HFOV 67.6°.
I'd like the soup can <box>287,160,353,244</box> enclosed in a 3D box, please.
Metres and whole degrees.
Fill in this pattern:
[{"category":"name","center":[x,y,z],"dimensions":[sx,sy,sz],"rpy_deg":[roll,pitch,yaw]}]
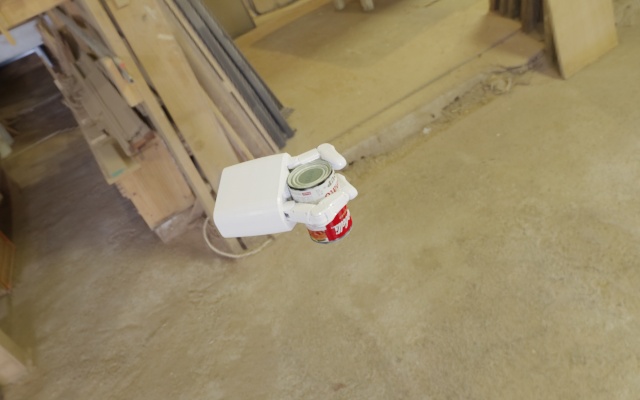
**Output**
[{"category":"soup can","center":[0.000,0.002,0.680],"dimensions":[0.068,0.102,0.068],"rpy_deg":[-15,35,10]}]
